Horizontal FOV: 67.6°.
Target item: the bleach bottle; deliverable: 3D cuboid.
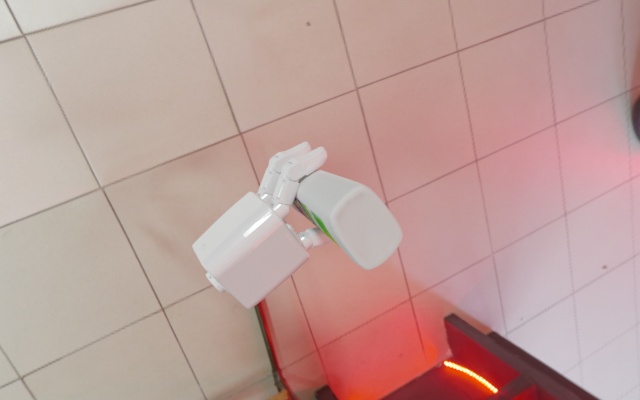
[{"bbox_3d":[0.000,0.002,0.629,0.068,0.103,0.250,-43,26,-9],"label":"bleach bottle"}]
